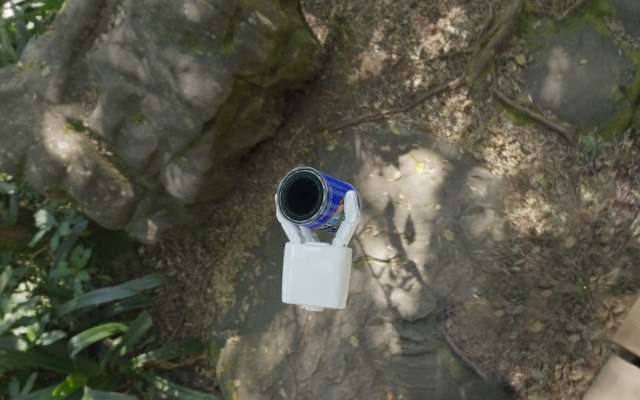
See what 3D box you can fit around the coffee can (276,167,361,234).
[{"bbox_3d":[0.000,0.003,0.873,0.103,0.103,0.140,0,-9,29],"label":"coffee can"}]
